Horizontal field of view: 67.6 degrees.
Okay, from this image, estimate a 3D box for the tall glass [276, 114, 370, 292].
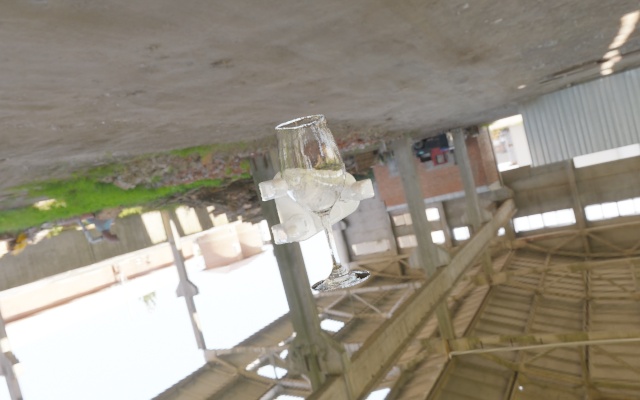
[{"bbox_3d":[0.000,0.003,0.576,0.079,0.201,0.079,-14,2,1],"label":"tall glass"}]
